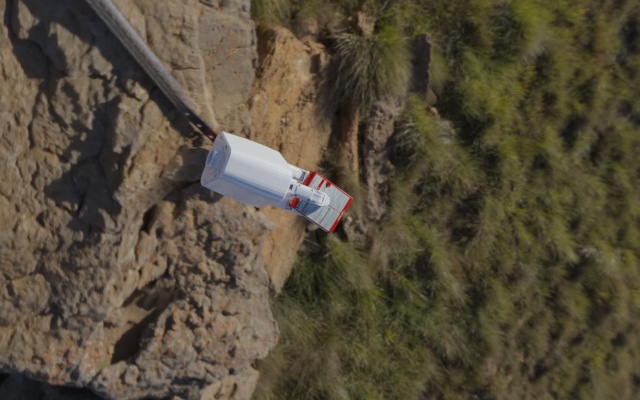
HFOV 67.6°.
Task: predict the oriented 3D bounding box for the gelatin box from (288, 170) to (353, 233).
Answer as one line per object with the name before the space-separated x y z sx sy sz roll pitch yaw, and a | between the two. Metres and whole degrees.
gelatin box | 0.001 0.003 0.817 0.089 0.073 0.030 35 -7 -23
